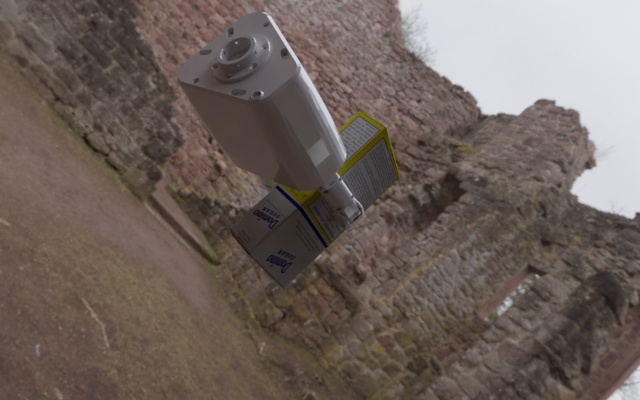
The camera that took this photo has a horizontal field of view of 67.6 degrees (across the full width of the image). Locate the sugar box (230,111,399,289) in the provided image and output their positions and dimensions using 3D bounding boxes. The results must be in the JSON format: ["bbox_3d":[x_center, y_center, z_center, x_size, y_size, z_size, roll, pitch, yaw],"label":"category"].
[{"bbox_3d":[0.000,0.001,0.485,0.048,0.176,0.093,44,-9,35],"label":"sugar box"}]
